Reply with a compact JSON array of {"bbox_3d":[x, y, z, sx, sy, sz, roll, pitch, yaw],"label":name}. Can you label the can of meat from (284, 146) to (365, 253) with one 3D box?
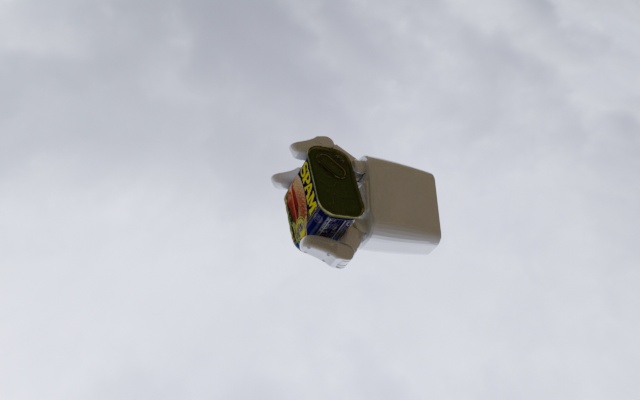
[{"bbox_3d":[0.000,0.002,0.561,0.057,0.102,0.084,7,-41,-26],"label":"can of meat"}]
